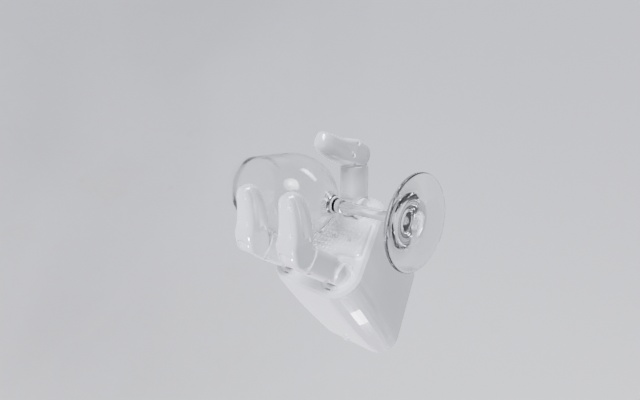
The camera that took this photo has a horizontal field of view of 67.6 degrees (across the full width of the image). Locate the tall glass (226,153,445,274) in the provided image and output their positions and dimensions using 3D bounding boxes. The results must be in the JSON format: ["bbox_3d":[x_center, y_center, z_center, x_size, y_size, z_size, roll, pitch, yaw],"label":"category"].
[{"bbox_3d":[0.001,0.001,0.411,0.079,0.079,0.201,0,9,-45],"label":"tall glass"}]
